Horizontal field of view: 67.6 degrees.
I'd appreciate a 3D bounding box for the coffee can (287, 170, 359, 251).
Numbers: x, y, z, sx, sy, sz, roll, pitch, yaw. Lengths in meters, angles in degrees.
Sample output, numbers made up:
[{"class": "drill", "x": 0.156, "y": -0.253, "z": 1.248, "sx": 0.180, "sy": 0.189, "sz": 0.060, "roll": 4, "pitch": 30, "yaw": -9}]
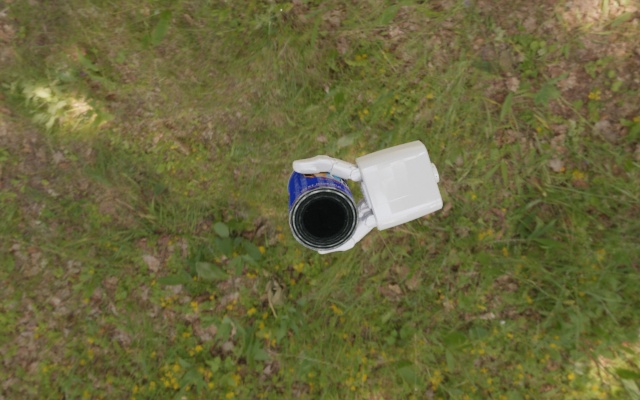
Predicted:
[{"class": "coffee can", "x": 0.000, "y": 0.002, "z": 0.754, "sx": 0.103, "sy": 0.103, "sz": 0.140, "roll": 0, "pitch": 22, "yaw": -5}]
